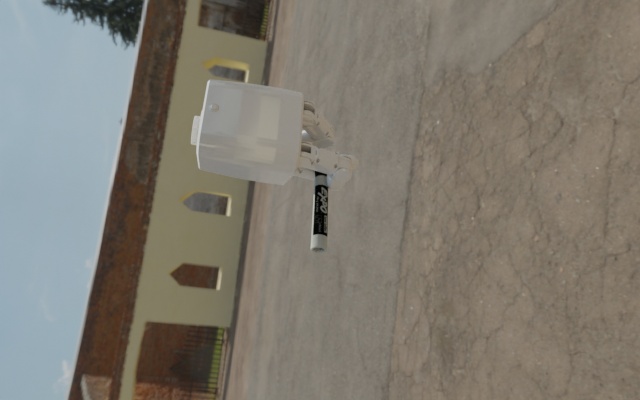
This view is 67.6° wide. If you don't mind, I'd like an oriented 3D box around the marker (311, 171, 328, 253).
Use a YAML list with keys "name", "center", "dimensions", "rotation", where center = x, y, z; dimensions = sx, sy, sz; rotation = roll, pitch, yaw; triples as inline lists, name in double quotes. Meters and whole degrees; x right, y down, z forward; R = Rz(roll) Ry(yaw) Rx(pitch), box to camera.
- name: "marker"
  center: [0.000, 0.002, 0.559]
  dimensions: [0.020, 0.121, 0.020]
  rotation: [2, -27, 1]
